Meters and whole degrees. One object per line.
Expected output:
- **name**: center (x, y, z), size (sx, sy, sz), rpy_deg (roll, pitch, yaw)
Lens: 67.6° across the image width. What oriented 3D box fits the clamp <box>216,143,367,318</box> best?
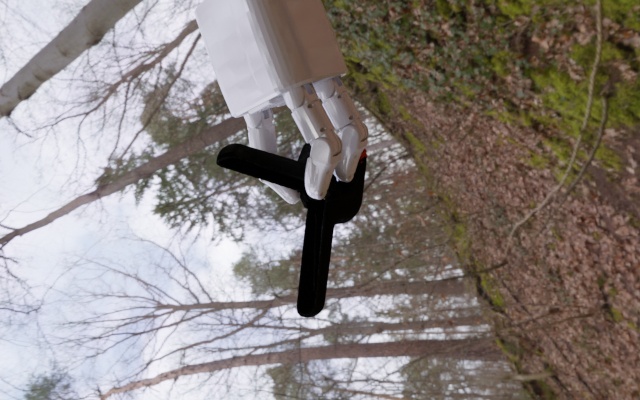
- **clamp**: center (0.000, 0.001, 0.471), size (0.036, 0.164, 0.210), rpy_deg (-16, 10, 34)
